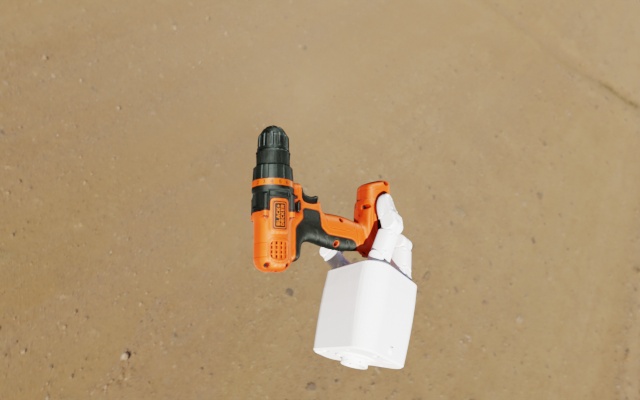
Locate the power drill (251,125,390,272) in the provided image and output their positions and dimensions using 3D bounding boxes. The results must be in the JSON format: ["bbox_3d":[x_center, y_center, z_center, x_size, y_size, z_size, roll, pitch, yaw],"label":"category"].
[{"bbox_3d":[0.001,0.002,0.623,0.187,0.184,0.057,5,-11,-25],"label":"power drill"}]
